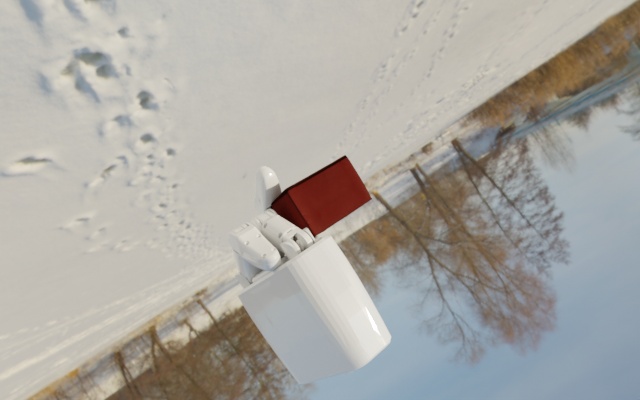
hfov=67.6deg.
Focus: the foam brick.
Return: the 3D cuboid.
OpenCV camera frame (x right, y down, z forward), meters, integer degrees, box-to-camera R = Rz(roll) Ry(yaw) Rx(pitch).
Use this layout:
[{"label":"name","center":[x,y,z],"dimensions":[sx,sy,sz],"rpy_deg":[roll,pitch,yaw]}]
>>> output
[{"label":"foam brick","center":[0.000,0.001,0.467],"dimensions":[0.078,0.051,0.053],"rpy_deg":[-32,-3,-29]}]
